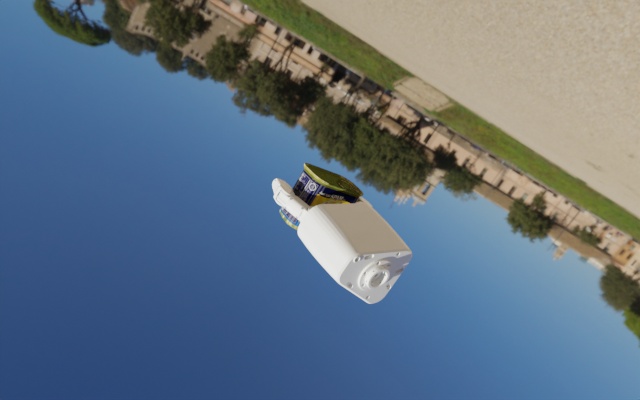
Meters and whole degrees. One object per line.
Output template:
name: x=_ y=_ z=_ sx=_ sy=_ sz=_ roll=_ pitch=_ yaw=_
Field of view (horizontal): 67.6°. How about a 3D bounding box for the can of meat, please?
can of meat: x=0.000 y=0.003 z=0.706 sx=0.102 sy=0.084 sz=0.057 roll=17 pitch=22 yaw=-43
